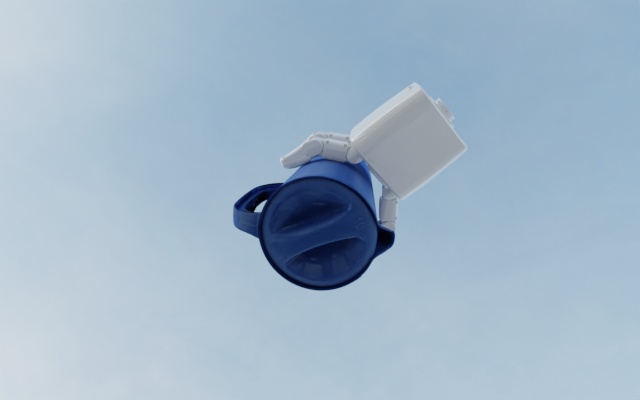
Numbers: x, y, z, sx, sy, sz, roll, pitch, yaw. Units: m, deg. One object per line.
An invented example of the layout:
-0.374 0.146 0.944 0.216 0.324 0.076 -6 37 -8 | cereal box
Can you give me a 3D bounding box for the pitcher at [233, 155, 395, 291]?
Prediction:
0.000 0.002 0.623 0.145 0.149 0.242 -39 9 16 | pitcher
